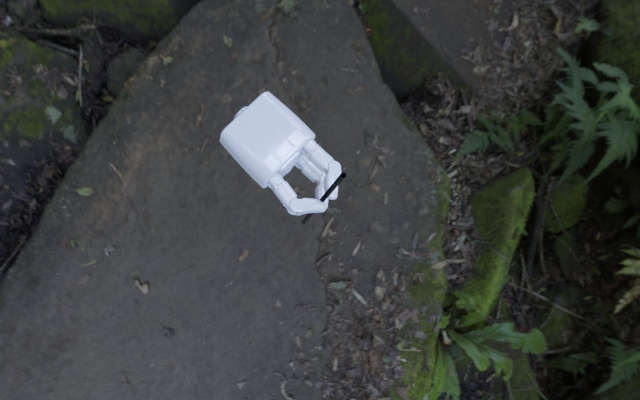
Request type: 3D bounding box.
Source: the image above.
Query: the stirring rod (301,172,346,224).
[{"bbox_3d":[0.000,0.002,0.760,0.011,0.011,0.240,0,-18,-16],"label":"stirring rod"}]
